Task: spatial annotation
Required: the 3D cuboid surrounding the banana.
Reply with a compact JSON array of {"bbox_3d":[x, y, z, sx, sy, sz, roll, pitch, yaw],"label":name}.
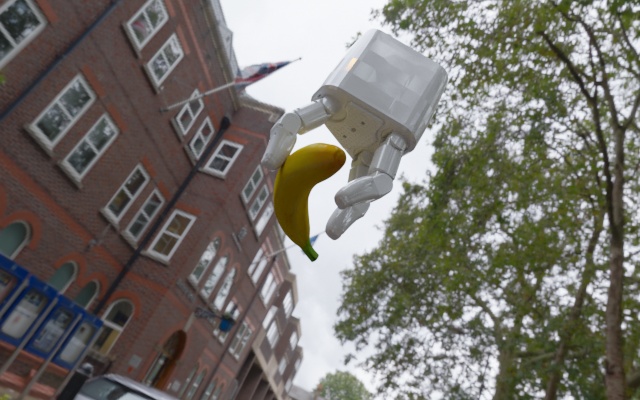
[{"bbox_3d":[-0.016,-0.006,0.471,0.069,0.037,0.198,31,-29,11],"label":"banana"}]
